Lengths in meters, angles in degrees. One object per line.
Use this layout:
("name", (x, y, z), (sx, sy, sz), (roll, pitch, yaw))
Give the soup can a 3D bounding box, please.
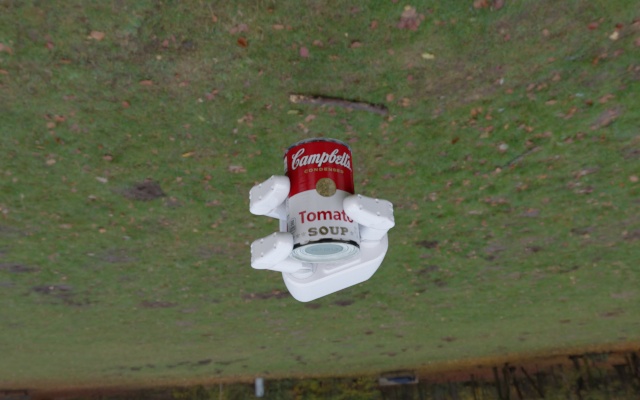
("soup can", (0.000, 0.002, 0.450), (0.068, 0.102, 0.068), (-3, -22, -1))
